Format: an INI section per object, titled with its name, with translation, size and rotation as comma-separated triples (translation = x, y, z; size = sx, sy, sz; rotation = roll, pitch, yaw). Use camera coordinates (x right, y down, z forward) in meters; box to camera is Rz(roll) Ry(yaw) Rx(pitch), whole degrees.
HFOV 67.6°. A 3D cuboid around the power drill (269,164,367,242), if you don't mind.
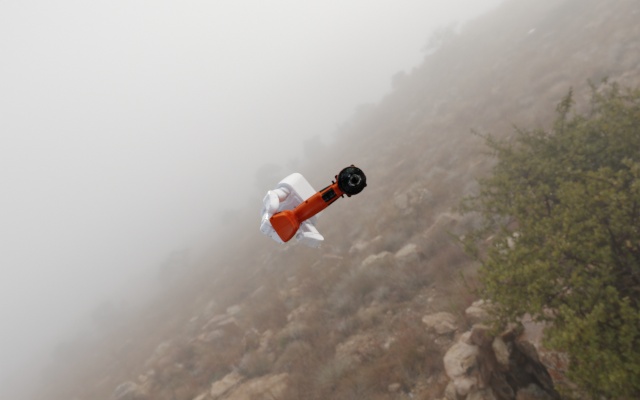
[power drill]
translation = 0.000, 0.003, 0.865
size = 0.187, 0.057, 0.184
rotation = -32, -1, 1
